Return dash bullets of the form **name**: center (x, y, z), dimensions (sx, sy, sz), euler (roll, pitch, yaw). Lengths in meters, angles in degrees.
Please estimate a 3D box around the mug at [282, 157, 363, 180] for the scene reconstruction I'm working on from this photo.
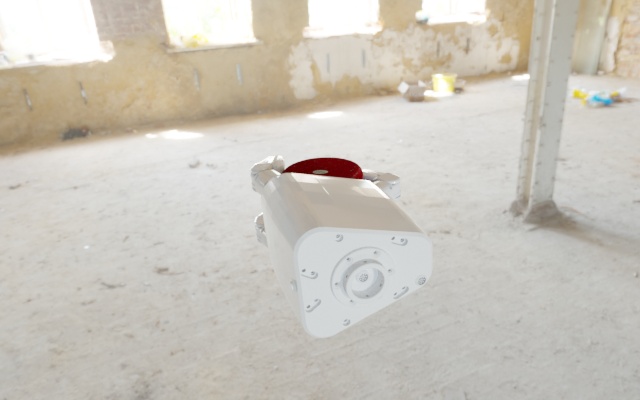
- **mug**: center (0.000, 0.001, 0.497), dimensions (0.093, 0.081, 0.117), euler (-11, 25, -15)
